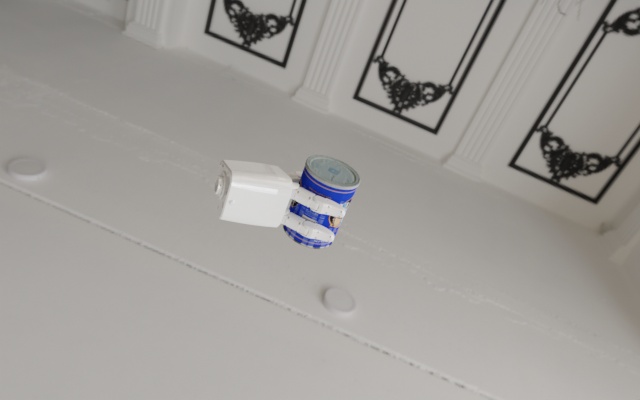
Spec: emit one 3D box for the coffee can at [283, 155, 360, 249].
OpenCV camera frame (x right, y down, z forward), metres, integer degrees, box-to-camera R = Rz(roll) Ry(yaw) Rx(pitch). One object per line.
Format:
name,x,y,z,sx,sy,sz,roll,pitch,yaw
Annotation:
coffee can,0.000,0.003,0.875,0.103,0.140,0.102,17,30,-10
